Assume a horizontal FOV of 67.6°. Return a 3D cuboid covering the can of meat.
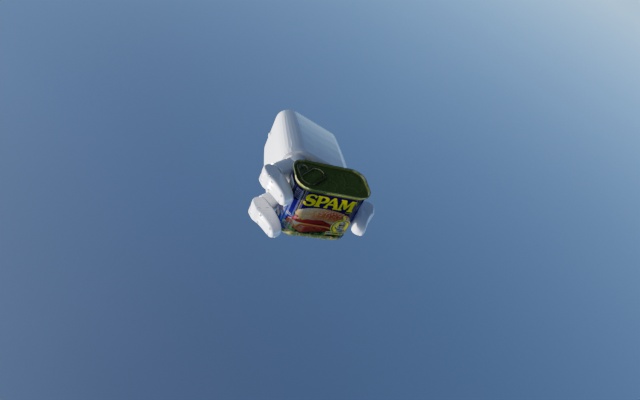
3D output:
[{"bbox_3d":[0.000,0.002,0.619,0.102,0.084,0.057,9,40,-23],"label":"can of meat"}]
